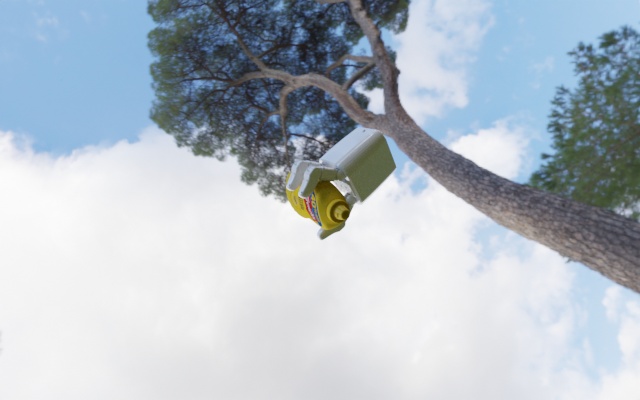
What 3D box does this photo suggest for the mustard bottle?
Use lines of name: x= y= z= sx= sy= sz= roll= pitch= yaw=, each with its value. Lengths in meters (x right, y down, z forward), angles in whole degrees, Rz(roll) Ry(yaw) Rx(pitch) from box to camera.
mustard bottle: x=0.000 y=0.003 z=0.885 sx=0.058 sy=0.096 sz=0.191 roll=-20 pitch=21 yaw=-23
